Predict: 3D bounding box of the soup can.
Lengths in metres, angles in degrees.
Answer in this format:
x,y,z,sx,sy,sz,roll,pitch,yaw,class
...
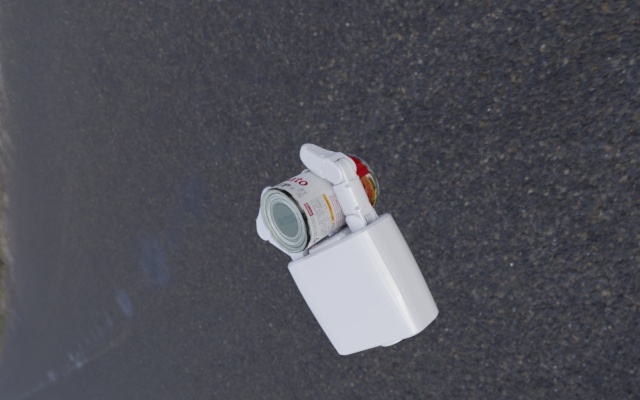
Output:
x,y,z,sx,sy,sz,roll,pitch,yaw,class
0.000,0.001,0.473,0.102,0.068,0.068,-28,18,-38,soup can
